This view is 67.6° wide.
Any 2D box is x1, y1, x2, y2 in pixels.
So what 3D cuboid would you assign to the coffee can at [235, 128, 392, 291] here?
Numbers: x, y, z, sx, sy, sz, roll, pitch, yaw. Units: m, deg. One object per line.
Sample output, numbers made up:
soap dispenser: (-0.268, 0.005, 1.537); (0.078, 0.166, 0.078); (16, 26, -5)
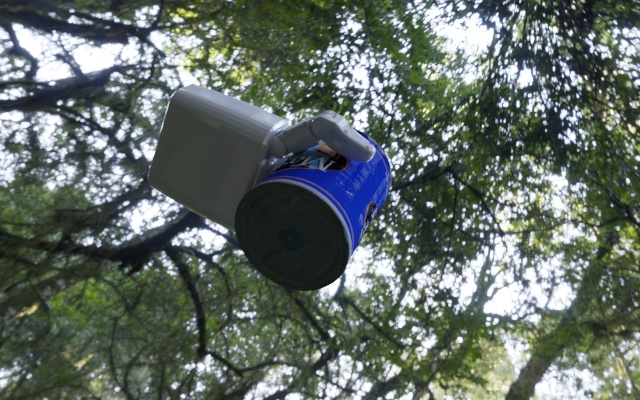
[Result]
coffee can: (0.000, 0.002, 0.445); (0.103, 0.103, 0.140); (0, 26, 24)
